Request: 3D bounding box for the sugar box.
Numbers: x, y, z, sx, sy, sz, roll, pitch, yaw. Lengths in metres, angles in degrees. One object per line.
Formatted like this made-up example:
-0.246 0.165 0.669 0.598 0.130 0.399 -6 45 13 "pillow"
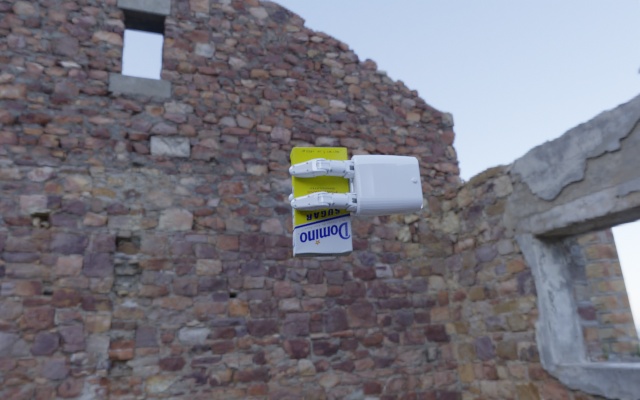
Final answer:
0.000 0.002 0.778 0.093 0.176 0.048 -1 -16 -8 "sugar box"
